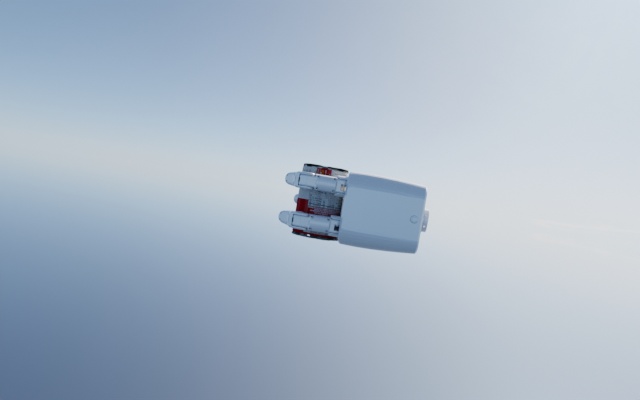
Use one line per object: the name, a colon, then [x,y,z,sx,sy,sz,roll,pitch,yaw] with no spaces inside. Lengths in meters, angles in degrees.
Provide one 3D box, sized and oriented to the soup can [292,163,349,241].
soup can: [0.000,0.002,0.685,0.068,0.102,0.068,10,1,0]
